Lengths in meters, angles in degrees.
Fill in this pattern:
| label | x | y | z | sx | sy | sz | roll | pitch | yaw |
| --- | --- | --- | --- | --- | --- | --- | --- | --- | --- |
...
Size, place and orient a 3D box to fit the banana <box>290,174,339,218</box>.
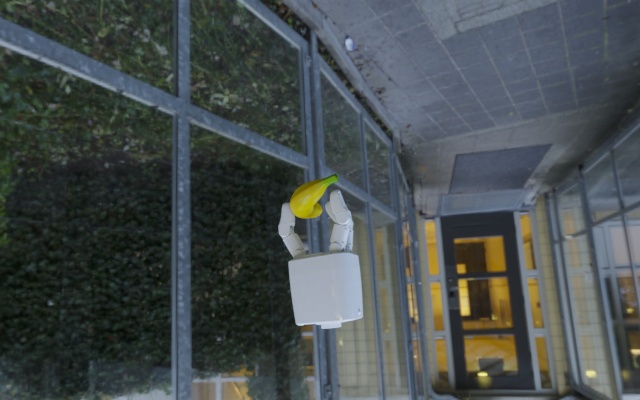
| label | x | y | z | sx | sy | sz | roll | pitch | yaw |
| --- | --- | --- | --- | --- | --- | --- | --- | --- | --- |
| banana | -0.018 | 0.004 | 0.791 | 0.069 | 0.037 | 0.198 | -7 | -13 | -10 |
